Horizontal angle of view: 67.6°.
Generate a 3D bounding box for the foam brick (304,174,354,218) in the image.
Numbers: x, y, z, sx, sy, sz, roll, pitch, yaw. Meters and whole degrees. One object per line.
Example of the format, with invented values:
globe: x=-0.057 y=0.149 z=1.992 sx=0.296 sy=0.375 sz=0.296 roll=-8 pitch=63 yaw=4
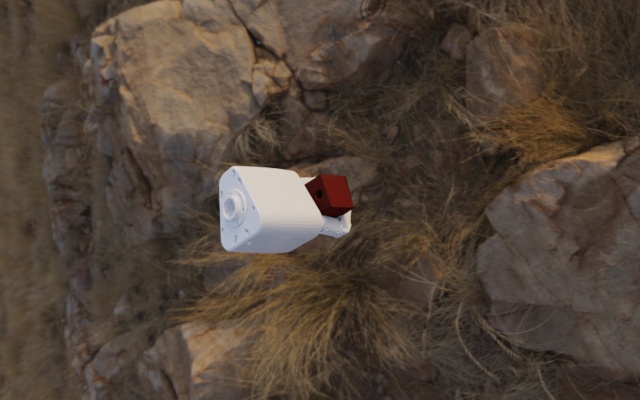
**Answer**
foam brick: x=0.000 y=0.002 z=0.694 sx=0.051 sy=0.053 sz=0.078 roll=5 pitch=-28 yaw=-46
